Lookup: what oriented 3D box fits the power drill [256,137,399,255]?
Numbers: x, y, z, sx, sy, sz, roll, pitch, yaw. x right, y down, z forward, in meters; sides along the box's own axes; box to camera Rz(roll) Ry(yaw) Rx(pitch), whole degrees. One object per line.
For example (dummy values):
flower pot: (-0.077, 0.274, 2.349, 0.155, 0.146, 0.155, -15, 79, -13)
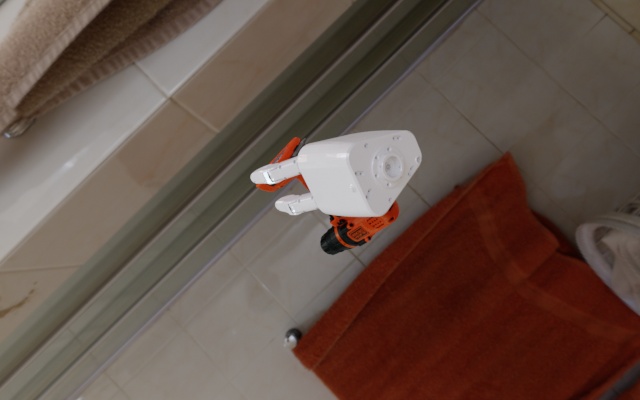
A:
power drill: (0.000, 0.002, 0.718, 0.188, 0.057, 0.184, 35, -38, -12)
